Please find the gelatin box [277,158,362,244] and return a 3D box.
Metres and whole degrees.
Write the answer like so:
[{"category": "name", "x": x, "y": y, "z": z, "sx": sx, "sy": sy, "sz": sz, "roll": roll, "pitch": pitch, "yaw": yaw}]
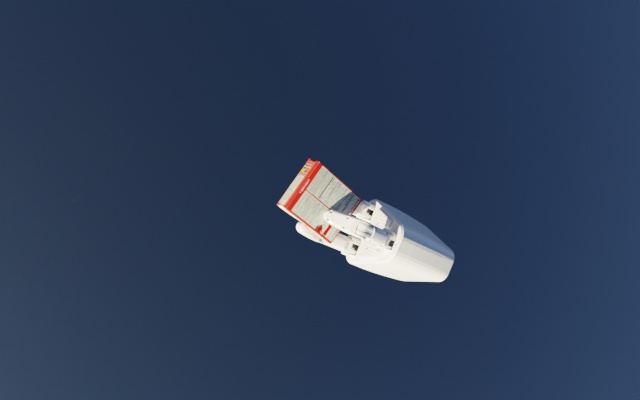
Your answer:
[{"category": "gelatin box", "x": 0.000, "y": 0.002, "z": 0.611, "sx": 0.089, "sy": 0.073, "sz": 0.030, "roll": 40, "pitch": -9, "yaw": -31}]
